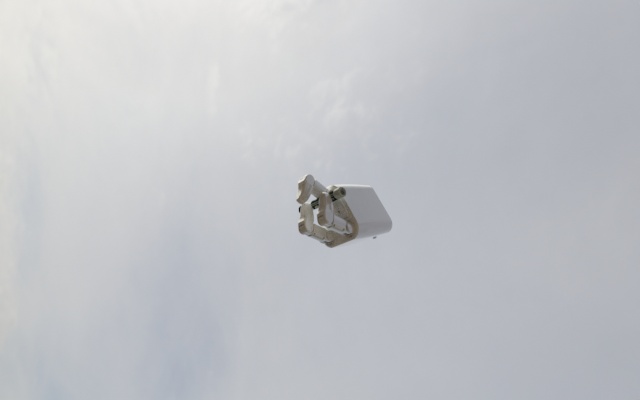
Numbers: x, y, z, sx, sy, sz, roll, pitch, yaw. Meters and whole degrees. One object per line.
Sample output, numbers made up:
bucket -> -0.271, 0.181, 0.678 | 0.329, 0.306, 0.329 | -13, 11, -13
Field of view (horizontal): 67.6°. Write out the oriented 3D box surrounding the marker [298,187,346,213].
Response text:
marker -> 0.000, 0.003, 0.873 | 0.020, 0.020, 0.121 | 0, -18, -42
